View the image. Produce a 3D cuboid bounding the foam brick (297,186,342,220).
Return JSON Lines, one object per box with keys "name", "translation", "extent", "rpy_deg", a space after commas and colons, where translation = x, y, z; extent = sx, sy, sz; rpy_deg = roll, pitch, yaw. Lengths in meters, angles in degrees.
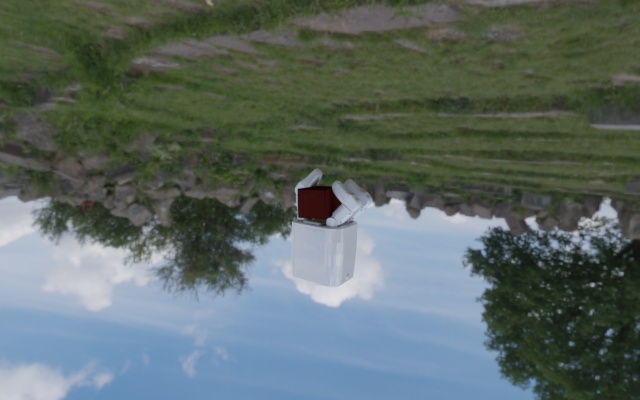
{"name": "foam brick", "translation": [0.000, 0.003, 0.832], "extent": [0.053, 0.051, 0.078], "rpy_deg": [4, 7, 25]}
